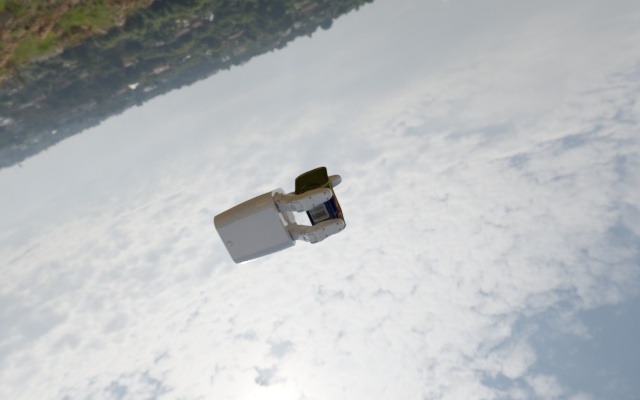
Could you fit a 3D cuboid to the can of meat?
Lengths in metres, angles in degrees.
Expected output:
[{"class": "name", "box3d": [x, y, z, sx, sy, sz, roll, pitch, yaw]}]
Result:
[{"class": "can of meat", "box3d": [0.000, 0.003, 0.777, 0.057, 0.084, 0.102, -21, 20, 5]}]
